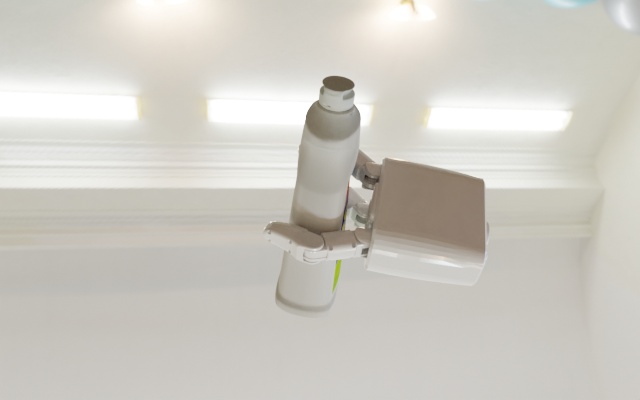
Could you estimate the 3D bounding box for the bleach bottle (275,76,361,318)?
[{"bbox_3d":[0.000,0.002,0.476,0.068,0.251,0.102,11,40,4],"label":"bleach bottle"}]
